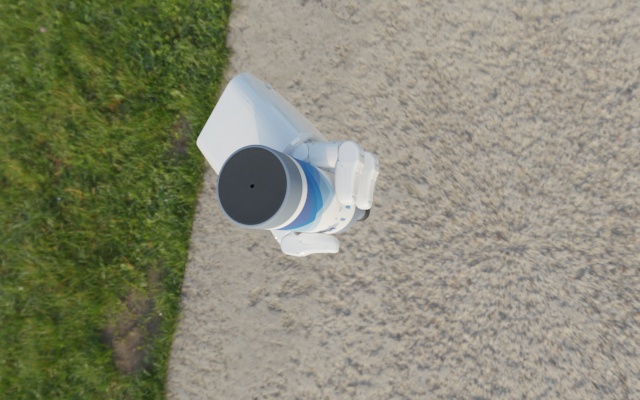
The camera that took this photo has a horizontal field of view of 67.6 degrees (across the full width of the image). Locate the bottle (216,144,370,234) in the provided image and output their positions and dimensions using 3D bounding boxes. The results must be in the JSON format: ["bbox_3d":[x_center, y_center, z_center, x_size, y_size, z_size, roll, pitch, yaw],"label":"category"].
[{"bbox_3d":[0.000,0.002,0.510,0.069,0.069,0.296,0,-5,22],"label":"bottle"}]
